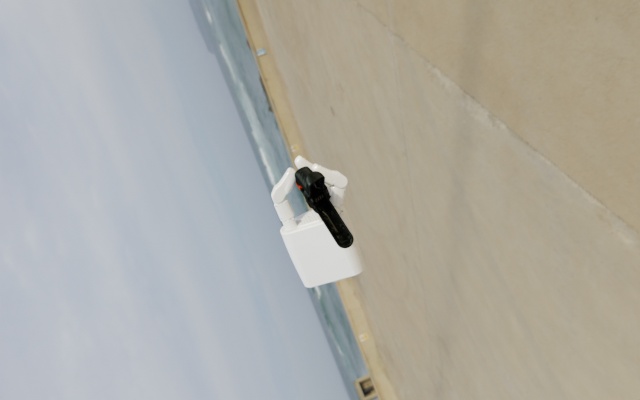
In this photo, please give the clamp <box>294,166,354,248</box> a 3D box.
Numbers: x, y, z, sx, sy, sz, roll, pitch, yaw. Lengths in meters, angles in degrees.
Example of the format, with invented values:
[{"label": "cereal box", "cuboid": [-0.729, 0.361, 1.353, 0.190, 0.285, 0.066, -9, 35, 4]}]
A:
[{"label": "clamp", "cuboid": [-0.001, 0.002, 0.706, 0.039, 0.120, 0.171, -22, 15, -5]}]
